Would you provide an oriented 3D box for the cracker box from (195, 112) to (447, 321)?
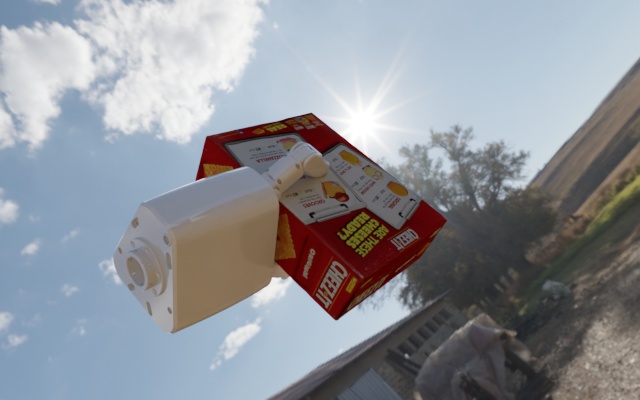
[{"bbox_3d":[0.000,0.001,0.506,0.213,0.072,0.164,42,39,22],"label":"cracker box"}]
